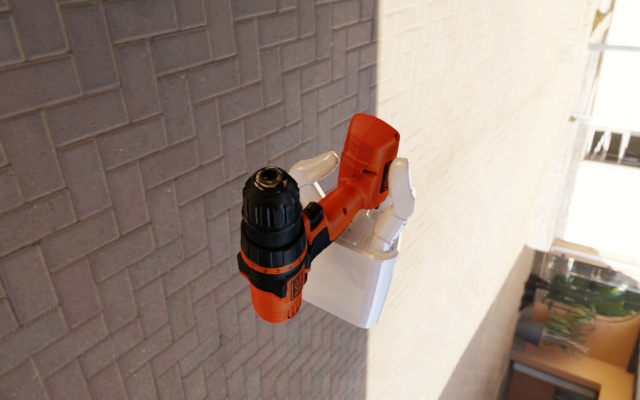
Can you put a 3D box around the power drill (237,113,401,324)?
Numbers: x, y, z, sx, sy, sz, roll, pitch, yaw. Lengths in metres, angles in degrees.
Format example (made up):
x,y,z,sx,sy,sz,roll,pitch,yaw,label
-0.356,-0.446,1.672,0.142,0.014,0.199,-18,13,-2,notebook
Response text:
x,y,z,sx,sy,sz,roll,pitch,yaw,label
0.000,0.001,0.424,0.057,0.185,0.187,32,55,19,power drill
